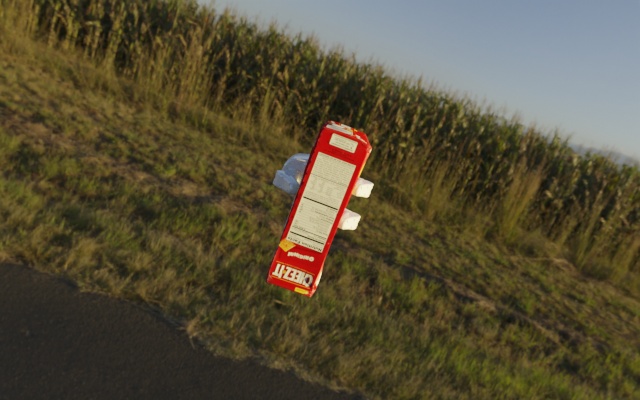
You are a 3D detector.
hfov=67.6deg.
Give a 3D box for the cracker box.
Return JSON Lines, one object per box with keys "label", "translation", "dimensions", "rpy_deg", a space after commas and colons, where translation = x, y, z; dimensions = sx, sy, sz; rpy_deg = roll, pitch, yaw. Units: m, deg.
{"label": "cracker box", "translation": [0.000, 0.002, 0.664], "dimensions": [0.072, 0.214, 0.164], "rpy_deg": [20, 12, -1]}
